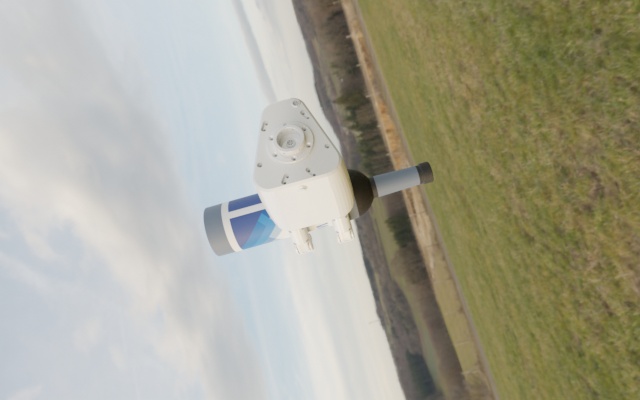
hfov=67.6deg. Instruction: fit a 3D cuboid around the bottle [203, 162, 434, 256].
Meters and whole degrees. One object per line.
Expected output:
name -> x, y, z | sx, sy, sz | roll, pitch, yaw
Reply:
bottle -> 0.000, 0.002, 0.622 | 0.296, 0.069, 0.069 | -16, -1, 2
